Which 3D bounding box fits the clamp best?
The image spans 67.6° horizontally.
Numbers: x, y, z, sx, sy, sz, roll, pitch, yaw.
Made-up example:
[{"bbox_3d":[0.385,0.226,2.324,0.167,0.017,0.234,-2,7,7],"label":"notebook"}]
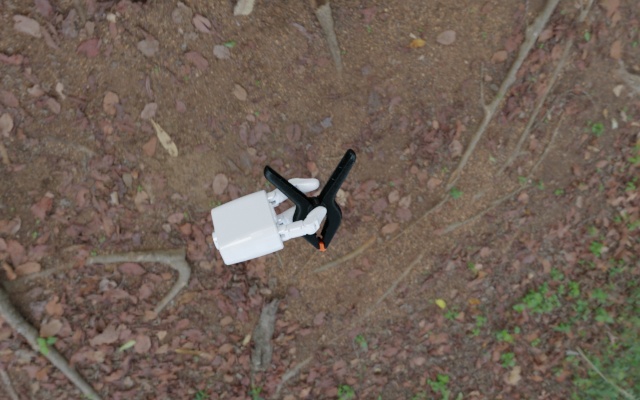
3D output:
[{"bbox_3d":[0.000,0.004,0.882,0.164,0.210,0.036,-17,35,-2],"label":"clamp"}]
